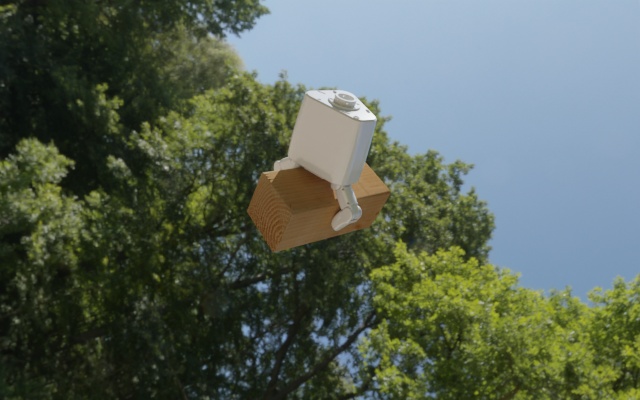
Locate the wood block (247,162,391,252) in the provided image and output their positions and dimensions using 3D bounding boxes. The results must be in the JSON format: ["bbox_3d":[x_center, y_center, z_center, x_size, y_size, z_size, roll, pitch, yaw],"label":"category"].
[{"bbox_3d":[0.001,0.002,0.772,0.206,0.090,0.090,-11,-38,-38],"label":"wood block"}]
